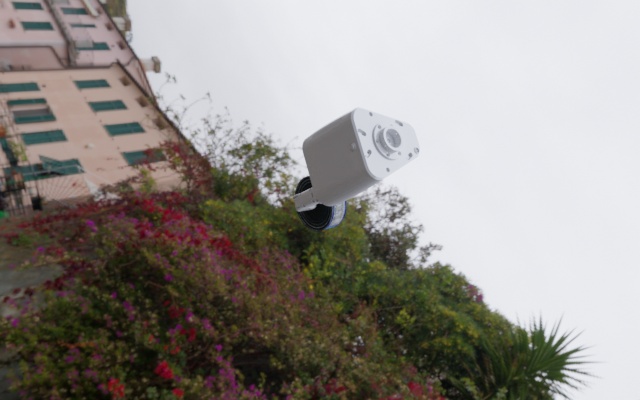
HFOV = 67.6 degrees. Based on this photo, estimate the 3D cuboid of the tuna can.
[{"bbox_3d":[0.000,0.002,0.731,0.034,0.086,0.086,-13,9,-41],"label":"tuna can"}]
